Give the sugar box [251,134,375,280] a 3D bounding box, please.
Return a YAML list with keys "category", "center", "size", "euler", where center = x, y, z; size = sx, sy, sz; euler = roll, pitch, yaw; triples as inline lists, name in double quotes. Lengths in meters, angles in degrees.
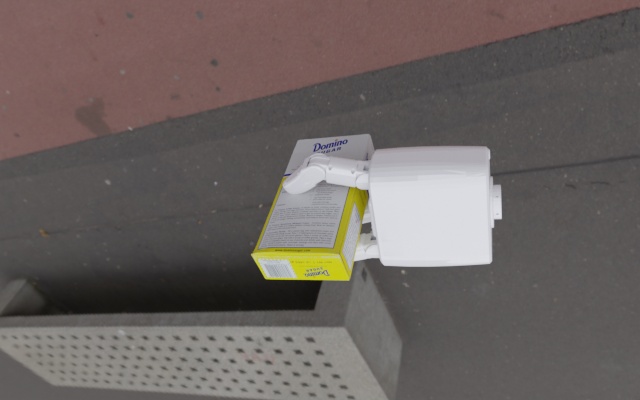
- category: "sugar box"
  center: [0.000, 0.002, 0.508]
  size: [0.093, 0.048, 0.176]
  euler: [-2, 42, 21]
